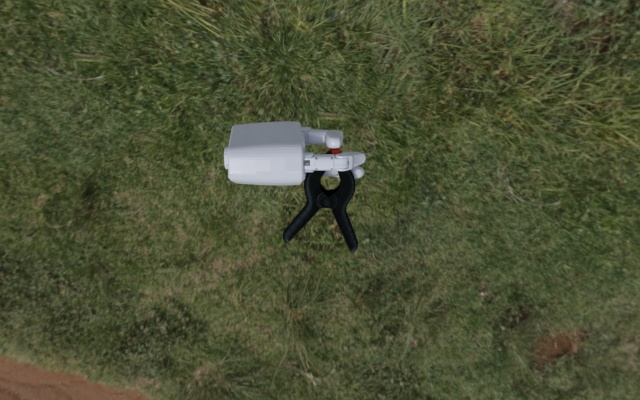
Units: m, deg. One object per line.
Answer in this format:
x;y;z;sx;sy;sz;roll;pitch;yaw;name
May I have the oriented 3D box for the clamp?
0.000;0.002;0.741;0.120;0.171;0.039;-1;17;-5;clamp
